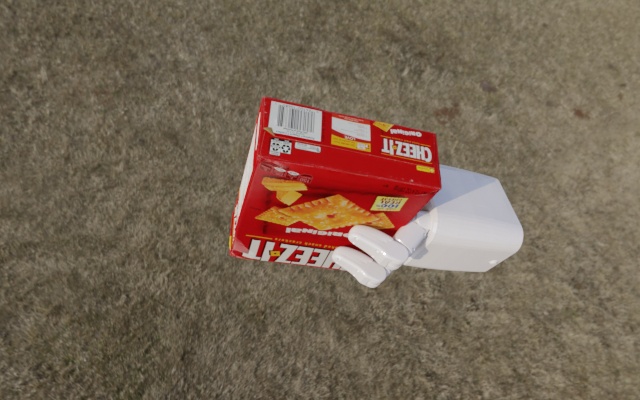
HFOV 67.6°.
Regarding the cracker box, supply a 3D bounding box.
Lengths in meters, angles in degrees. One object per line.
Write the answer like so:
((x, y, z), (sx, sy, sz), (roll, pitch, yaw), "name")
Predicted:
((0.000, 0.001, 0.493), (0.164, 0.072, 0.214), (10, -31, -12), "cracker box")
